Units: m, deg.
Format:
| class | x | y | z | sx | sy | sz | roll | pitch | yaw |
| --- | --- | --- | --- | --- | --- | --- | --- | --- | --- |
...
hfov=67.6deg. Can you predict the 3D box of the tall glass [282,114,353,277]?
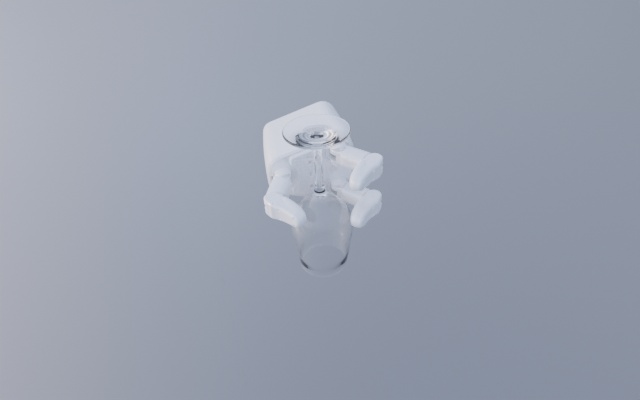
| class | x | y | z | sx | sy | sz | roll | pitch | yaw |
| --- | --- | --- | --- | --- | --- | --- | --- | --- | --- |
| tall glass | 0.000 | 0.001 | 0.576 | 0.079 | 0.201 | 0.079 | -2 | 38 | 2 |
